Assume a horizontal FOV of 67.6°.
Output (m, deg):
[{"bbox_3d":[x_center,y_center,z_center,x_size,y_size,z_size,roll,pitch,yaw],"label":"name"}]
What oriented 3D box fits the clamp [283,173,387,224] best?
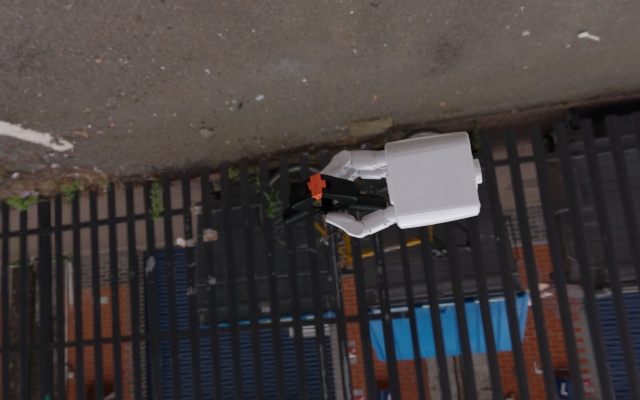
[{"bbox_3d":[0.000,0.003,0.671,0.164,0.036,0.210,-10,-12,13],"label":"clamp"}]
